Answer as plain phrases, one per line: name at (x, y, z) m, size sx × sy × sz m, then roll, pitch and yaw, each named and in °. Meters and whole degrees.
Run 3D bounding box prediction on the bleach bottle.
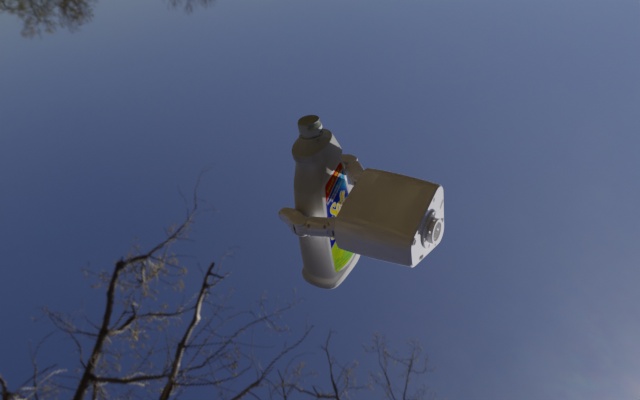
bleach bottle at (0.000, 0.002, 0.678) m, size 0.068 × 0.251 × 0.102 m, roll 15°, pitch 42°, yaw 32°
